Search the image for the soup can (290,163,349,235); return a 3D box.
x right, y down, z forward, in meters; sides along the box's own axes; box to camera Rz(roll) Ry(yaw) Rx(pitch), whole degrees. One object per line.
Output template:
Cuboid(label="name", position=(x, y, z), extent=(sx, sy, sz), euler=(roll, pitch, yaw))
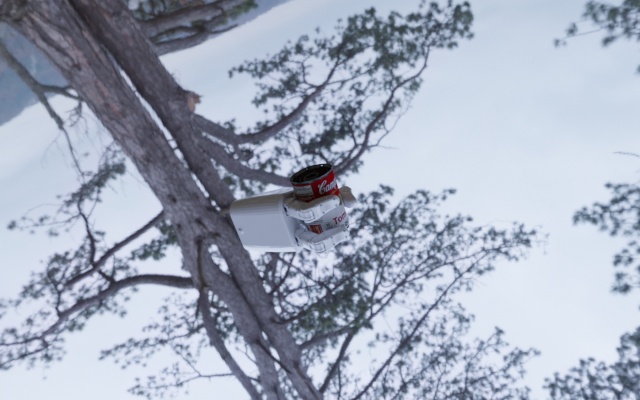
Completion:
Cuboid(label="soup can", position=(0.001, 0.003, 0.742), extent=(0.068, 0.102, 0.068), euler=(-16, 22, 7))
